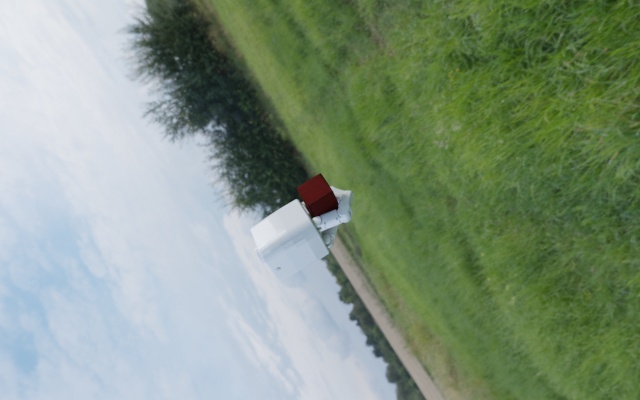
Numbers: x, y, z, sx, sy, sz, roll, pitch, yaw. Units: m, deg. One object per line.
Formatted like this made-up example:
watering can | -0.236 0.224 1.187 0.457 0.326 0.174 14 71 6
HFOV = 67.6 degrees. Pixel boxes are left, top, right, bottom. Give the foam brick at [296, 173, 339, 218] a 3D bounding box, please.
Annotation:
foam brick | 0.000 0.002 0.849 0.051 0.053 0.078 -30 -42 -4
